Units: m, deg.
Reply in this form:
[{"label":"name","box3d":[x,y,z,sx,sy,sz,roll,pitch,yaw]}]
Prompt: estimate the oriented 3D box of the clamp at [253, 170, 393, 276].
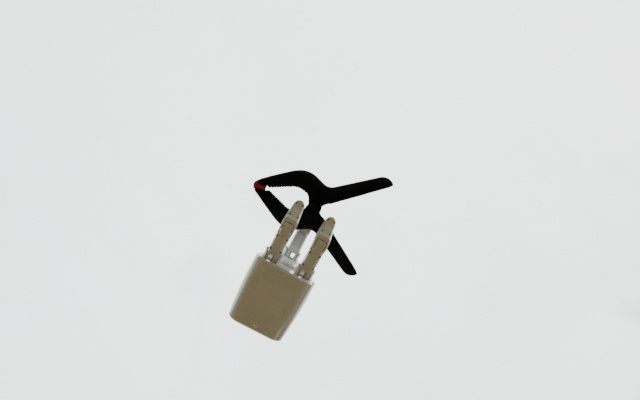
[{"label":"clamp","box3d":[0.000,0.002,0.748,0.210,0.164,0.036,28,5,-2]}]
